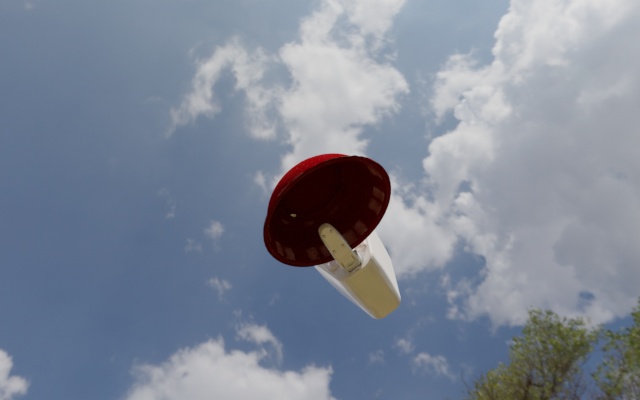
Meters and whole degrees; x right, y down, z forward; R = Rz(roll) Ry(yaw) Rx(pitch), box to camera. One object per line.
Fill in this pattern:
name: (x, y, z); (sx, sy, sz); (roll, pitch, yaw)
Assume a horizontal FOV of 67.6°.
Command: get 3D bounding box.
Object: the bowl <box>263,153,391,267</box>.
bowl: (0.000, 0.001, 0.558); (0.162, 0.162, 0.055); (0, 38, -33)
